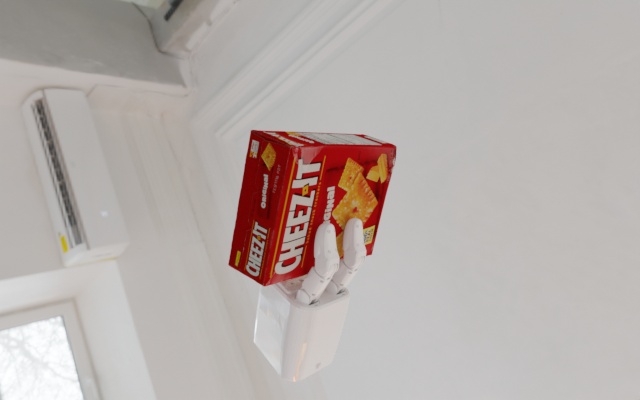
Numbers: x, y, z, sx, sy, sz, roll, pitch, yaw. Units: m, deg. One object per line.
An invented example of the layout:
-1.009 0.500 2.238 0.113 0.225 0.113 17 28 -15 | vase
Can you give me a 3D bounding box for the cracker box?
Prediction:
0.000 0.002 0.594 0.072 0.164 0.213 23 19 35 | cracker box
